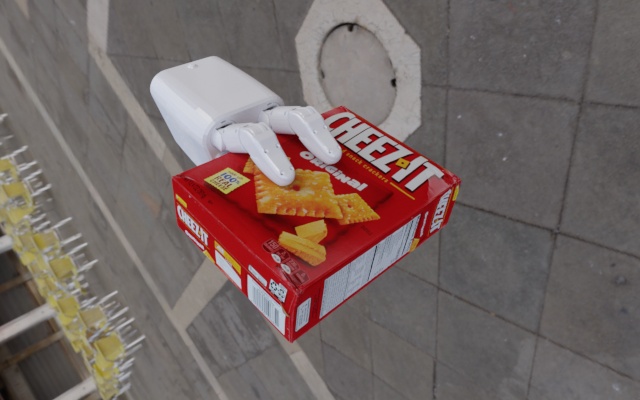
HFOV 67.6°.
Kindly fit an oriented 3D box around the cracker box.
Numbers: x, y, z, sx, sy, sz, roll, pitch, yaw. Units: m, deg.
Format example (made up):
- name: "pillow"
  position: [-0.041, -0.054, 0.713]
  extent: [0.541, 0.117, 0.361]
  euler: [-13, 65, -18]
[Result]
- name: "cracker box"
  position: [0.000, 0.002, 0.445]
  extent: [0.213, 0.072, 0.164]
  euler: [-30, 55, -34]
